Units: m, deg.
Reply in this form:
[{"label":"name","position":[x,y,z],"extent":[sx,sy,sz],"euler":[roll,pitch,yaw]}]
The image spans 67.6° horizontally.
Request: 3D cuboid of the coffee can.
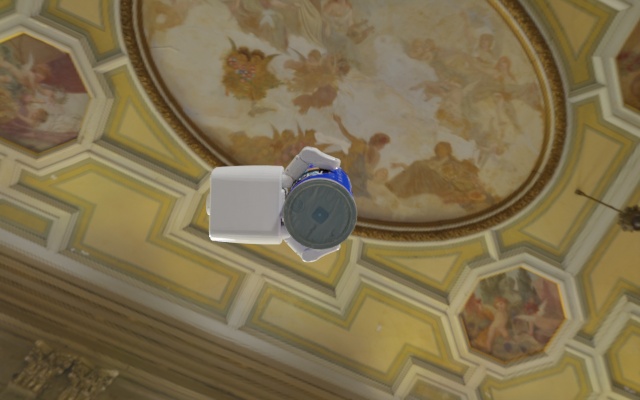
[{"label":"coffee can","position":[0.000,0.002,0.724],"extent":[0.103,0.103,0.140],"euler":[0,15,1]}]
